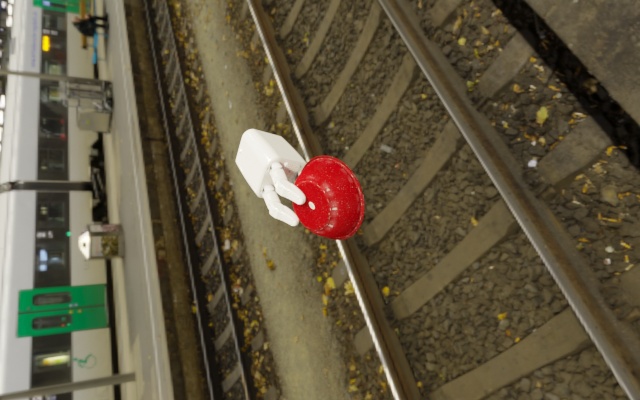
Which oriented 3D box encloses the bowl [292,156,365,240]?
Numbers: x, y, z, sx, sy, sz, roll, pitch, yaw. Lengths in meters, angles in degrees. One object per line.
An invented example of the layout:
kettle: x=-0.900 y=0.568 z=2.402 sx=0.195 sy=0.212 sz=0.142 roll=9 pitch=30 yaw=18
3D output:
bowl: x=0.001 y=0.003 z=0.864 sx=0.162 sy=0.162 sz=0.055 roll=0 pitch=15 yaw=43
